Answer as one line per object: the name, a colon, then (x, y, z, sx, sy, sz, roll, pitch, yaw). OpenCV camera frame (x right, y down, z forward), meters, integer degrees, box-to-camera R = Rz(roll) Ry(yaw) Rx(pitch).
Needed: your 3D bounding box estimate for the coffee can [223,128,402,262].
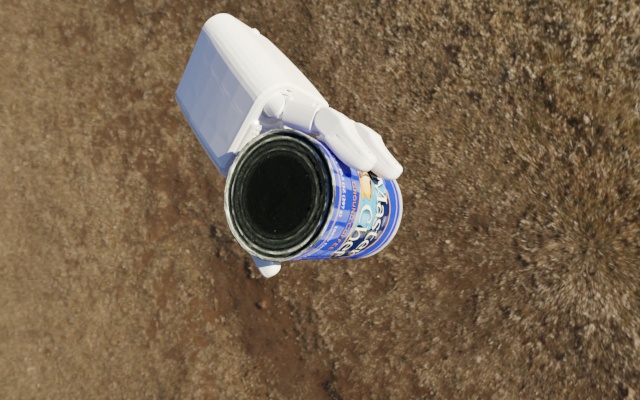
coffee can: (0.000, 0.002, 0.422, 0.103, 0.103, 0.140, 0, -5, 30)
